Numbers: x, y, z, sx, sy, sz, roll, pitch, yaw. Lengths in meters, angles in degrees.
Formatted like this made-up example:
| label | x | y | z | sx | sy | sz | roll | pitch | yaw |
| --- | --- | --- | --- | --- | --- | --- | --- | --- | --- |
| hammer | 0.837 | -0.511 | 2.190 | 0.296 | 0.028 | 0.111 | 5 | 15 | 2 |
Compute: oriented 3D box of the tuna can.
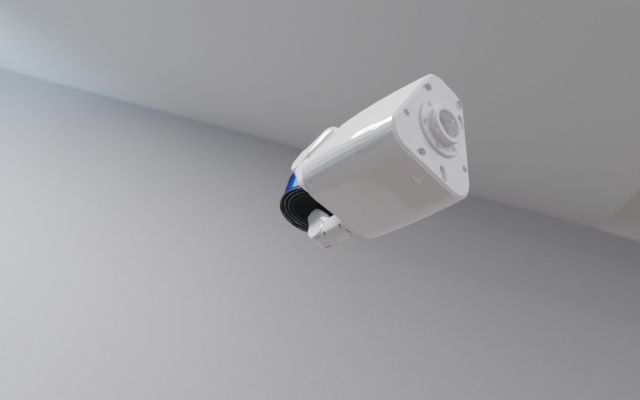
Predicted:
| label | x | y | z | sx | sy | sz | roll | pitch | yaw |
| --- | --- | --- | --- | --- | --- | --- | --- | --- | --- |
| tuna can | 0.000 | 0.001 | 0.532 | 0.086 | 0.033 | 0.086 | 10 | -38 | 8 |
